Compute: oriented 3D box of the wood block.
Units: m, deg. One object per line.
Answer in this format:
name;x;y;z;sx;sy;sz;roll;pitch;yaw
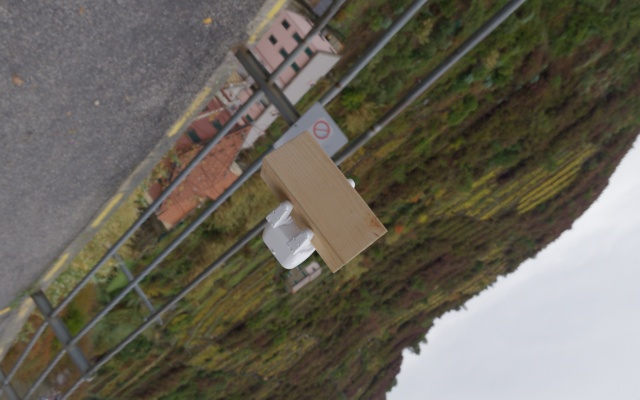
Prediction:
wood block;0.000;0.003;0.775;0.091;0.206;0.090;-35;-8;-18
